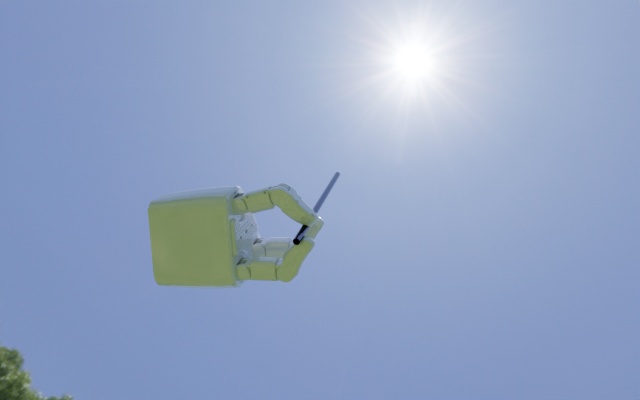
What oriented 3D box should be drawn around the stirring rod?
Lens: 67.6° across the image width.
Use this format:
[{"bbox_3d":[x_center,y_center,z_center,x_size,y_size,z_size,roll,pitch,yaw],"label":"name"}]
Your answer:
[{"bbox_3d":[0.000,0.002,0.612,0.011,0.011,0.239,0,20,13],"label":"stirring rod"}]
